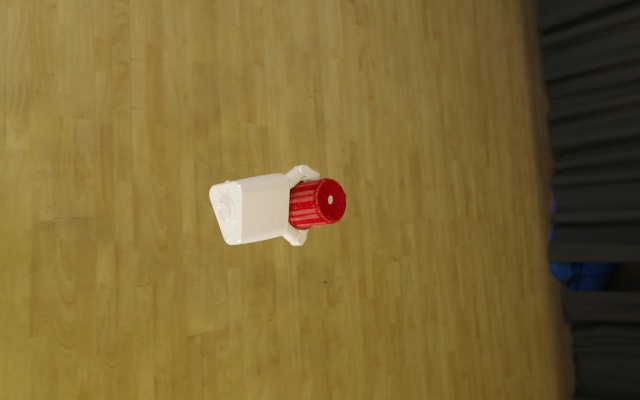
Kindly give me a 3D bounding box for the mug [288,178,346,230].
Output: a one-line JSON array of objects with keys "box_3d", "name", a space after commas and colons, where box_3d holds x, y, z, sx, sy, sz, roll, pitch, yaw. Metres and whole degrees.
[{"box_3d": [0.001, 0.003, 0.872, 0.081, 0.093, 0.117, -8, 3, 44], "name": "mug"}]
